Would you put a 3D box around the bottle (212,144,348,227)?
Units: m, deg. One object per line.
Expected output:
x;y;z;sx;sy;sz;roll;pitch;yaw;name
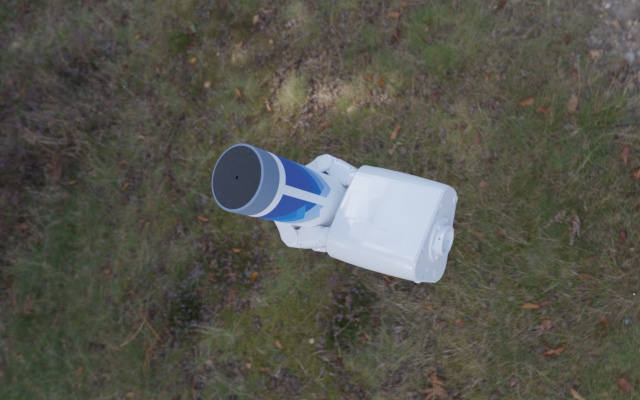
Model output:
0.000;0.002;0.573;0.069;0.069;0.296;0;-9;33;bottle
